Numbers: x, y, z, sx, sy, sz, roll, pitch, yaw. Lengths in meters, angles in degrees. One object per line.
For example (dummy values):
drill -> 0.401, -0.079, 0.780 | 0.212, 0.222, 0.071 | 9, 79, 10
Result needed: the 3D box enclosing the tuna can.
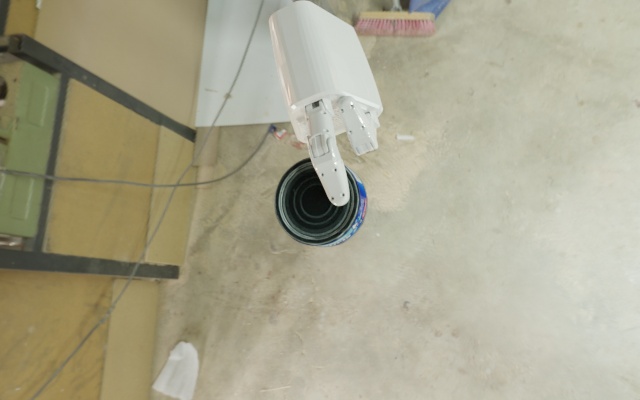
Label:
tuna can -> 0.000, 0.001, 0.456 | 0.086, 0.086, 0.034 | 0, -6, 17
